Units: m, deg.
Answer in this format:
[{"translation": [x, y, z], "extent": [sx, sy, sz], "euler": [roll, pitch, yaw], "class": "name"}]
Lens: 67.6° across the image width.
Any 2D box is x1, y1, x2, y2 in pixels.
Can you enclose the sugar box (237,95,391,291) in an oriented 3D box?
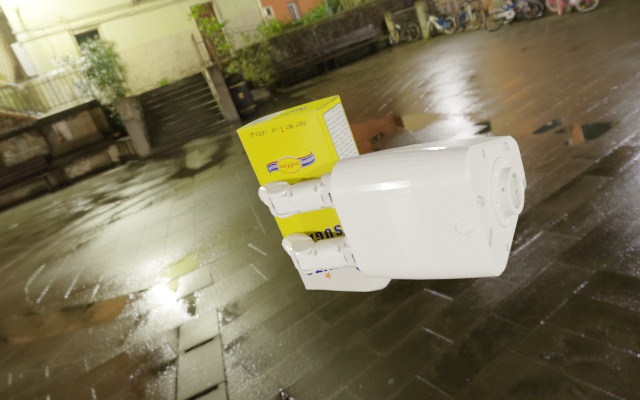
[{"translation": [0.000, 0.002, 0.439], "extent": [0.093, 0.176, 0.048], "euler": [-7, 22, 37], "class": "sugar box"}]
